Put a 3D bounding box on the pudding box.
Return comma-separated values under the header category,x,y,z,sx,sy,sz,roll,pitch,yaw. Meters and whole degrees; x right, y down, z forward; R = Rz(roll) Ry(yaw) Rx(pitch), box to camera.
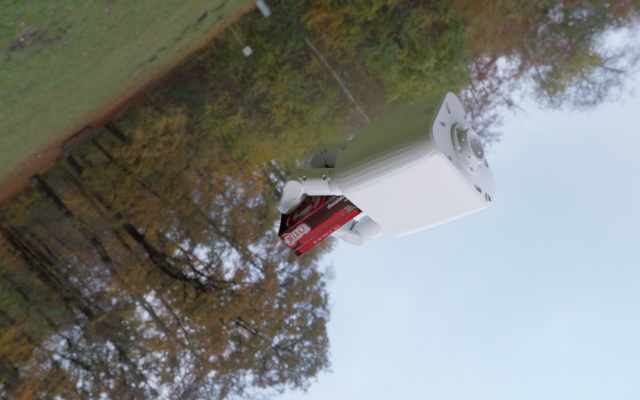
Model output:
category,x,y,z,sx,sy,sz,roll,pitch,yaw
pudding box,0.000,0.002,0.533,0.090,0.039,0.113,-35,18,14
